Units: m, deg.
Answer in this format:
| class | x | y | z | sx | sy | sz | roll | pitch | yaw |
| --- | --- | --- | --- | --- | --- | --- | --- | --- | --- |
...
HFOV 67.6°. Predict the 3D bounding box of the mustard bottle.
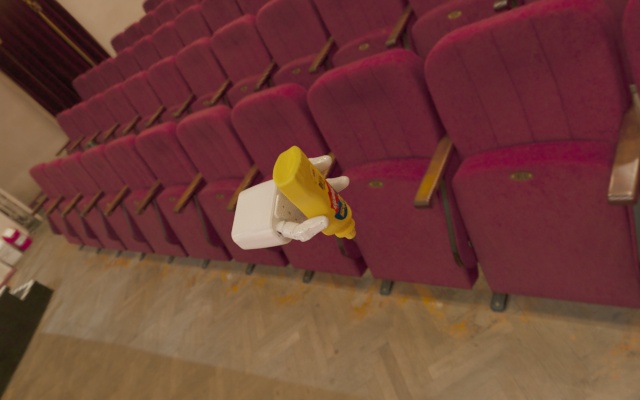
| class | x | y | z | sx | sy | sz | roll | pitch | yaw |
| --- | --- | --- | --- | --- | --- | --- | --- | --- | --- |
| mustard bottle | 0.000 | 0.002 | 0.802 | 0.058 | 0.192 | 0.096 | -30 | 34 | 19 |
